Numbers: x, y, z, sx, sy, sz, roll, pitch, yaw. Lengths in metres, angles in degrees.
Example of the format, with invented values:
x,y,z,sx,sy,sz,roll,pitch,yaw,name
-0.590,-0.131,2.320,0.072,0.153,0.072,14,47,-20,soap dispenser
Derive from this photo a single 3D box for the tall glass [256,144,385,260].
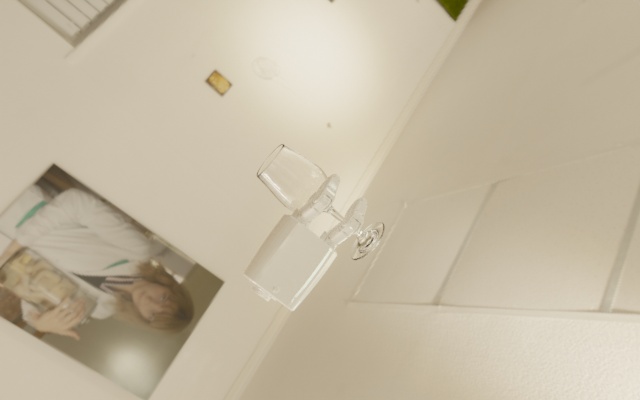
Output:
x,y,z,sx,sy,sz,roll,pitch,yaw,name
0.001,0.003,0.717,0.201,0.079,0.079,40,-13,-16,tall glass
